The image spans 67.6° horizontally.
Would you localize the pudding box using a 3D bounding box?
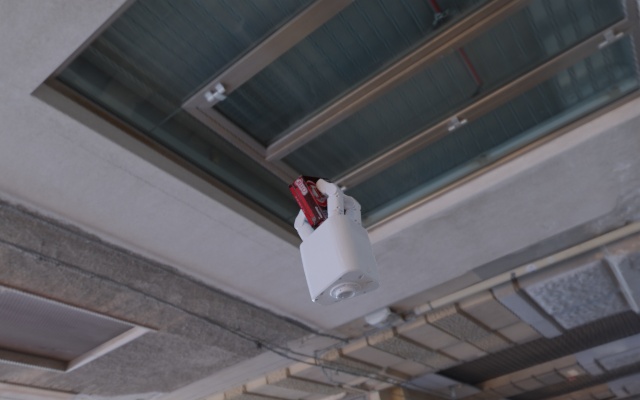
[{"bbox_3d":[0.000,0.003,0.860,0.039,0.090,0.113,-34,-15,20],"label":"pudding box"}]
